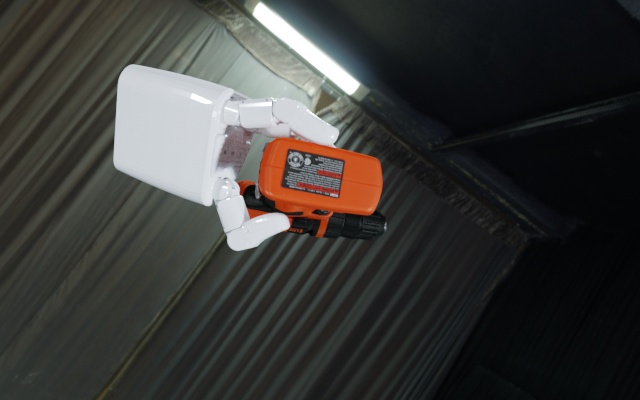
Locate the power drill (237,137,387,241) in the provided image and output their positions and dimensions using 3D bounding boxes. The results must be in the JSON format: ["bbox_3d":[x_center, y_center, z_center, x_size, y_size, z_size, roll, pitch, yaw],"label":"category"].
[{"bbox_3d":[0.000,0.001,0.489,0.184,0.057,0.188,9,-15,-9],"label":"power drill"}]
